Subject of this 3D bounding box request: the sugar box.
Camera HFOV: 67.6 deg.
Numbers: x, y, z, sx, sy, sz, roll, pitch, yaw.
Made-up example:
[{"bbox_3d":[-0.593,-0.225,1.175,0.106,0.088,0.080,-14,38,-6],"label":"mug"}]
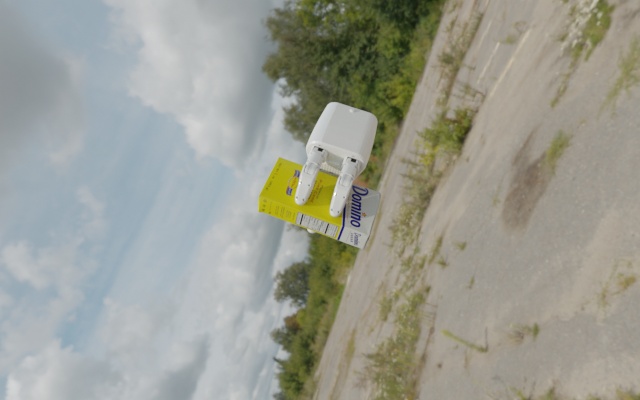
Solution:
[{"bbox_3d":[0.000,0.002,0.744,0.176,0.093,0.048,17,-40,4],"label":"sugar box"}]
